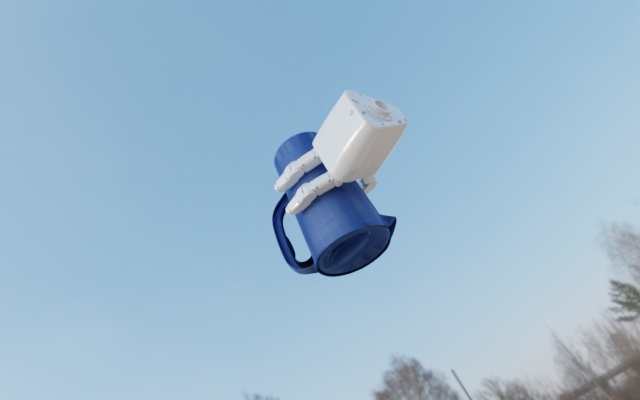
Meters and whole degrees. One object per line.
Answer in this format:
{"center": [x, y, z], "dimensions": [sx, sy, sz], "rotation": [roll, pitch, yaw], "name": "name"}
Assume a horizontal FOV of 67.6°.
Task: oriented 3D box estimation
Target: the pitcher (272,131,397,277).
{"center": [0.000, 0.003, 0.810], "dimensions": [0.149, 0.242, 0.145], "rotation": [1, -44, -36], "name": "pitcher"}
